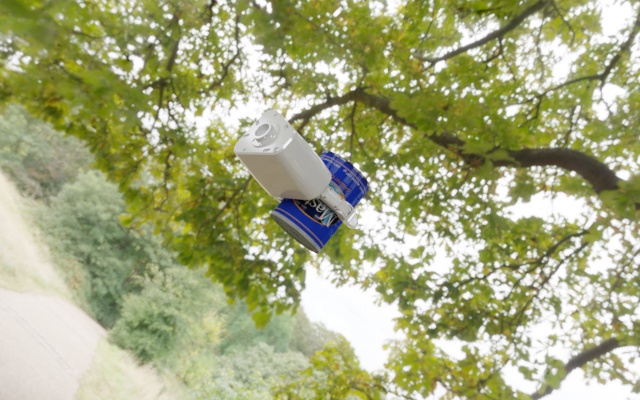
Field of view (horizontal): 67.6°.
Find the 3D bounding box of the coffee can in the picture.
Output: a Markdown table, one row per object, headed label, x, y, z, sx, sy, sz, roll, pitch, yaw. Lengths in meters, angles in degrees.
| label | x | y | z | sx | sy | sz | roll | pitch | yaw |
| --- | --- | --- | --- | --- | --- | --- | --- | --- | --- |
| coffee can | 0.000 | 0.003 | 0.793 | 0.103 | 0.140 | 0.103 | 37 | -12 | 10 |
